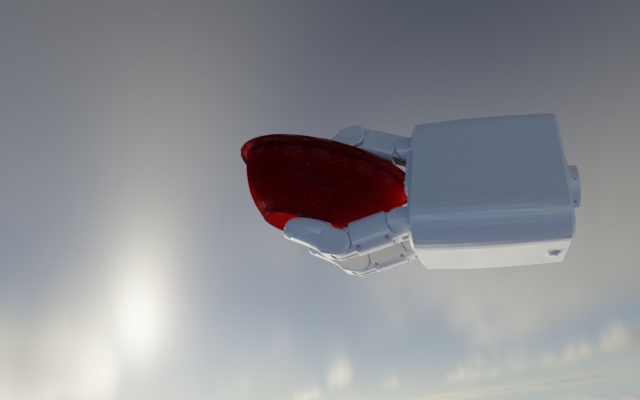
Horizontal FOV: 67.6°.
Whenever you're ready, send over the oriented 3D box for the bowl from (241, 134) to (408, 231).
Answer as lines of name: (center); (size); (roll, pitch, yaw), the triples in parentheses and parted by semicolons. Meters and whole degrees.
bowl: (-0.001, 0.002, 0.427); (0.162, 0.055, 0.162); (13, -16, 4)
